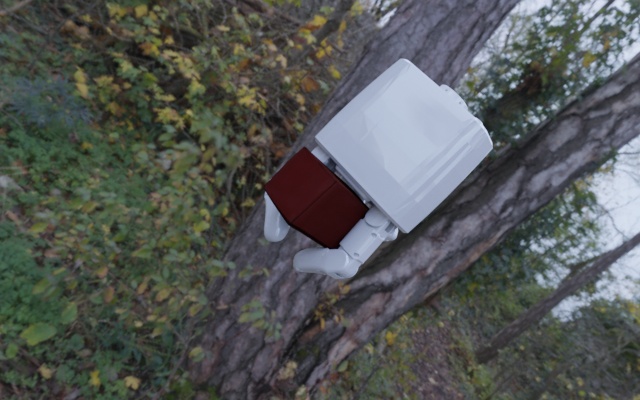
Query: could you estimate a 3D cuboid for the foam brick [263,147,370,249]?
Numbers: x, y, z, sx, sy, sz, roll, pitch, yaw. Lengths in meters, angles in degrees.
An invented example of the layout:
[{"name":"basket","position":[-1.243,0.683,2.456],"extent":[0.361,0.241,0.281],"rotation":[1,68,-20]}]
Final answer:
[{"name":"foam brick","position":[0.000,0.001,0.409],"extent":[0.078,0.051,0.053],"rotation":[37,11,-51]}]
